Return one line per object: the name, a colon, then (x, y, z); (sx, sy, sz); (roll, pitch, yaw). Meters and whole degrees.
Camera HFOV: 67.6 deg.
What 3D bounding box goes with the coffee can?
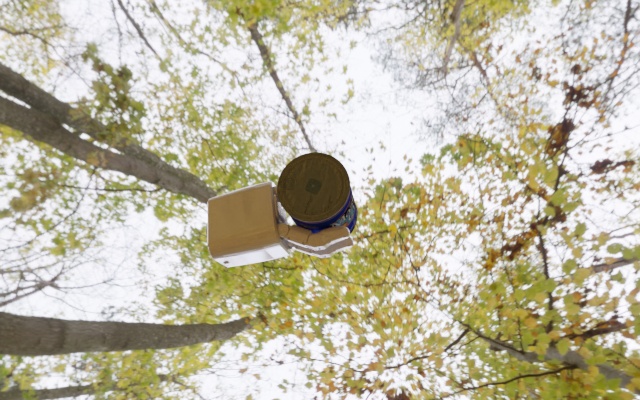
coffee can: (0.000, 0.002, 0.721); (0.103, 0.102, 0.140); (0, -19, 9)
